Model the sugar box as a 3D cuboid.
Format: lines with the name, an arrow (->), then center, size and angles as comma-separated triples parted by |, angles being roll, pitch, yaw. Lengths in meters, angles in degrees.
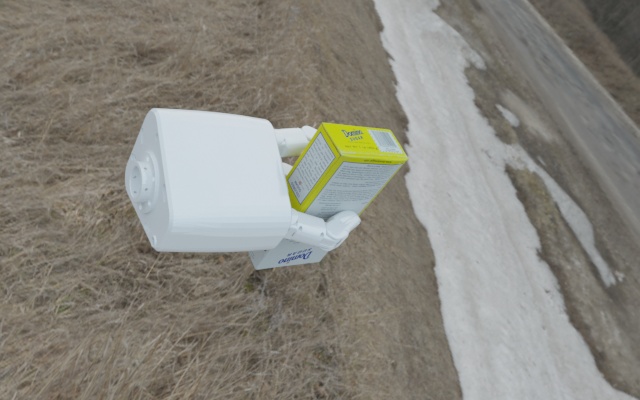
sugar box -> 0.000, 0.001, 0.483 | 0.093, 0.048, 0.176 | -1, -36, -41
